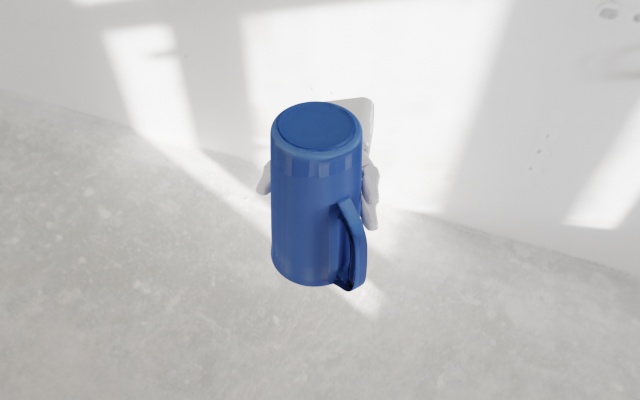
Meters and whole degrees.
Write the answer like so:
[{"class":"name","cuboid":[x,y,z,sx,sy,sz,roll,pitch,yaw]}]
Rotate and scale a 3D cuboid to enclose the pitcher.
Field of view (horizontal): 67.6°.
[{"class":"pitcher","cuboid":[0.000,0.002,0.629,0.149,0.145,0.243,9,-43,8]}]
